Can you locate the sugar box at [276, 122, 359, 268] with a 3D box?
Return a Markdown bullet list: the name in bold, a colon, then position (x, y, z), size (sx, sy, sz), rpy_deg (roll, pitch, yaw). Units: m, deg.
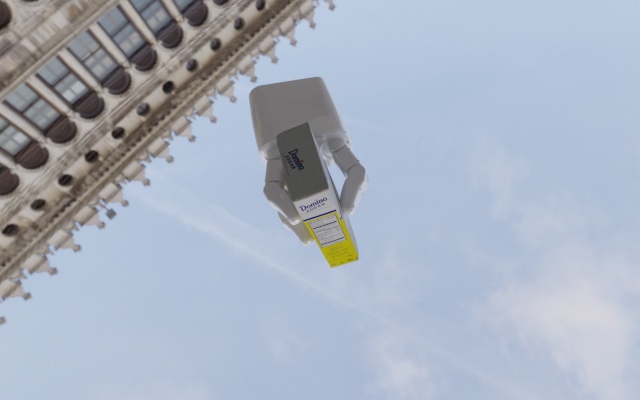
- **sugar box**: position (0.000, 0.002, 0.555), size (0.048, 0.093, 0.176), rpy_deg (-20, -34, 6)
